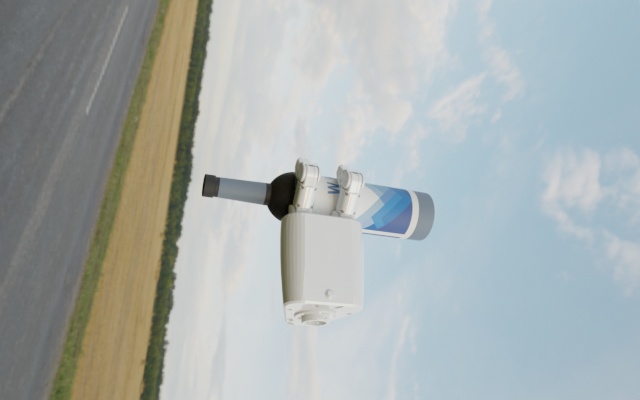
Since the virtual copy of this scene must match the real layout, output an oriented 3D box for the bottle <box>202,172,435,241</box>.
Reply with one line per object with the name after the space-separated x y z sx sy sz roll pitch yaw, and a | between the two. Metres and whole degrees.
0.000 0.002 0.610 0.296 0.069 0.069 8 -3 -17 | bottle
